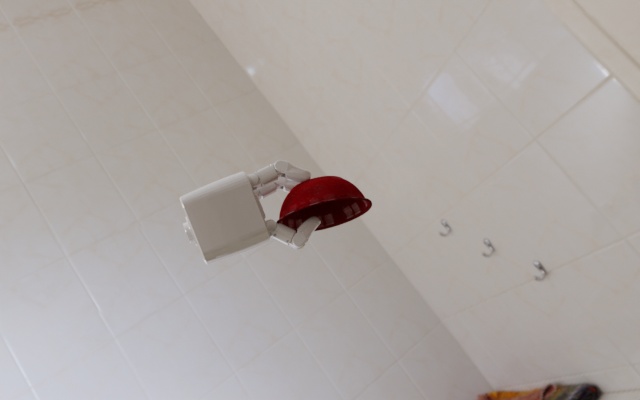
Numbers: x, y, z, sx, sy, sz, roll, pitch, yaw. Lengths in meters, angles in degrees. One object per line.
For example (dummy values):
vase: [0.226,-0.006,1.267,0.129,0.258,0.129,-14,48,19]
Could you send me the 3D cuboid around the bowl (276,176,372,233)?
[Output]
bowl: [0.001,0.002,0.781,0.162,0.055,0.162,-12,-18,-4]
